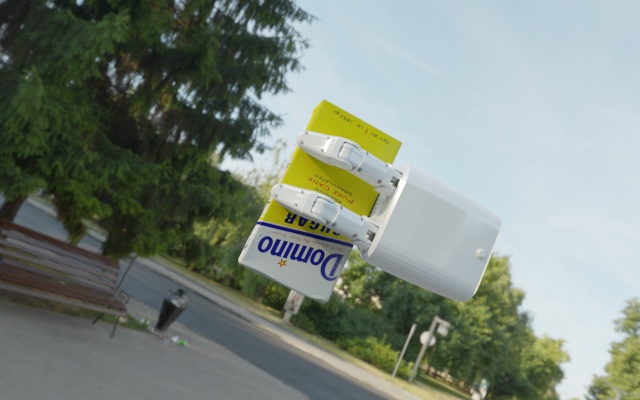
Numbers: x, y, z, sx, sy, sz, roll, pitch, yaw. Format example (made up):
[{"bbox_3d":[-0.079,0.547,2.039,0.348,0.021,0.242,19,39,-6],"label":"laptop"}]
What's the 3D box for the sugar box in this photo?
[{"bbox_3d":[0.000,0.001,0.467,0.093,0.176,0.048,27,-11,-9],"label":"sugar box"}]
